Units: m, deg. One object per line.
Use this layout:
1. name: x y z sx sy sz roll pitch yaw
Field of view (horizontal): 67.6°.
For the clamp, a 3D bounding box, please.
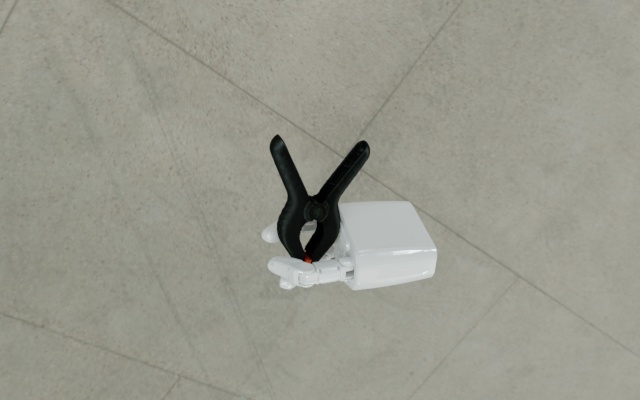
1. clamp: 0.000 0.002 0.563 0.120 0.171 0.039 -5 26 -15
